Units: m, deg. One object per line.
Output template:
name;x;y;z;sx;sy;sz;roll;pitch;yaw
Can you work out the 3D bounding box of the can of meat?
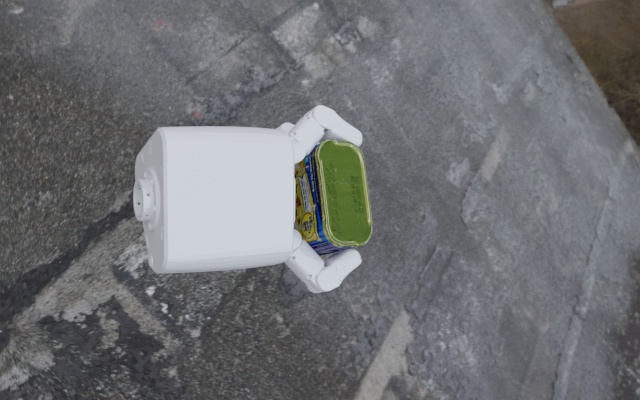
can of meat;0.000;0.001;0.449;0.057;0.102;0.084;0;-13;-33
